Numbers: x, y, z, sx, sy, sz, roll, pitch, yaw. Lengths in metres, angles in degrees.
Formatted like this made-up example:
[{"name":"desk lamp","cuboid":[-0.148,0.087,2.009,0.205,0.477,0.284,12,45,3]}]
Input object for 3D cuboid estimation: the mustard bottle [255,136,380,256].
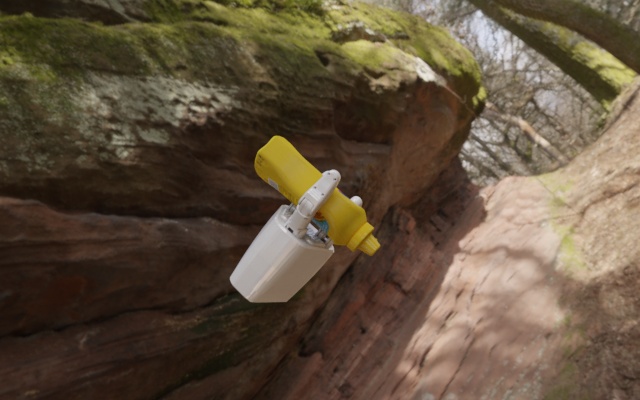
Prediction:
[{"name":"mustard bottle","cuboid":[0.000,0.002,0.622,0.191,0.058,0.096,42,-13,11]}]
